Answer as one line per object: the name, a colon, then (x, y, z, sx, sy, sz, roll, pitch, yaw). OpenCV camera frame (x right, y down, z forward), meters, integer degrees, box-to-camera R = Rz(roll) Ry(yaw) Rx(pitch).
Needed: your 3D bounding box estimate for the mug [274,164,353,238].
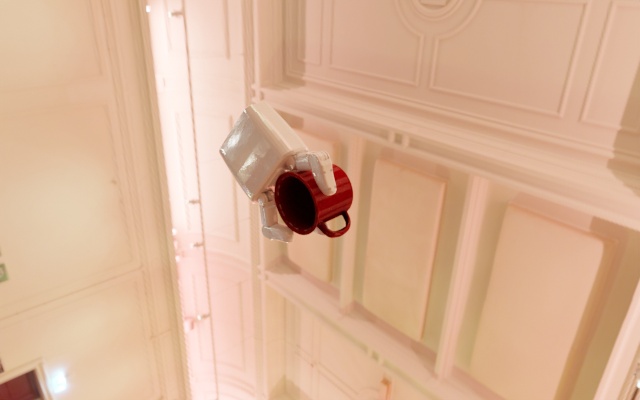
mug: (0.001, 0.003, 0.688, 0.081, 0.117, 0.093, -22, -25, -39)
